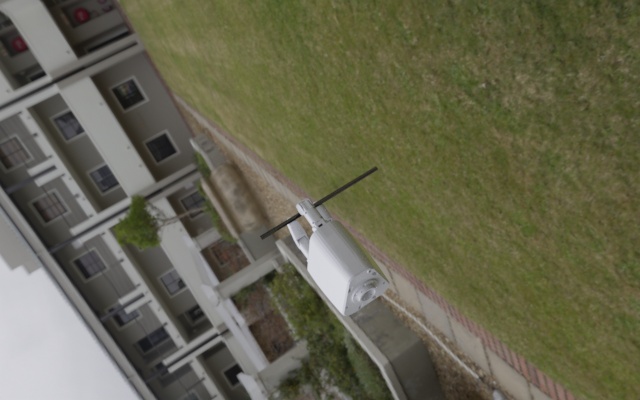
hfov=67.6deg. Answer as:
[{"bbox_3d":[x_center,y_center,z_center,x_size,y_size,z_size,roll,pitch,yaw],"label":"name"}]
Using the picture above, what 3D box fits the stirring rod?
[{"bbox_3d":[0.000,0.003,0.834,0.239,0.011,0.011,-31,7,-11],"label":"stirring rod"}]
